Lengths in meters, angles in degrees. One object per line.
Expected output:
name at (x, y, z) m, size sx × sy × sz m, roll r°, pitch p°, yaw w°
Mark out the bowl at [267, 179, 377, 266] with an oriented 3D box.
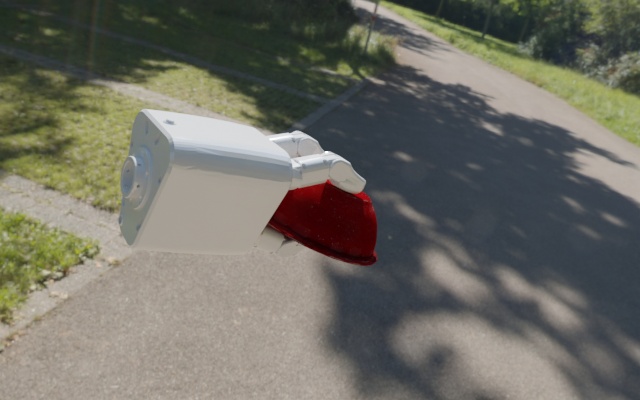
bowl at (0.001, 0.001, 0.499) m, size 0.162 × 0.055 × 0.162 m, roll 27°, pitch 11°, yaw -6°
